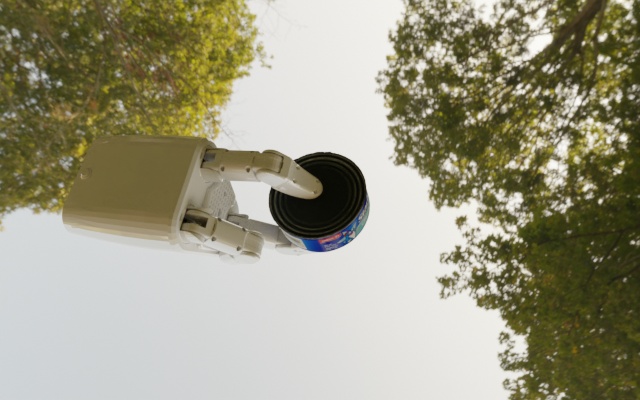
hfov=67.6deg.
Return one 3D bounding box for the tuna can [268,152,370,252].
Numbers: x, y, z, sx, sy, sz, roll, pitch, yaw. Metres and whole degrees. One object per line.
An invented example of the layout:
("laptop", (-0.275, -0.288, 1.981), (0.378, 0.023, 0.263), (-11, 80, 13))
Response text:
("tuna can", (0.000, 0.002, 0.419), (0.086, 0.086, 0.034), (0, -29, 14))
